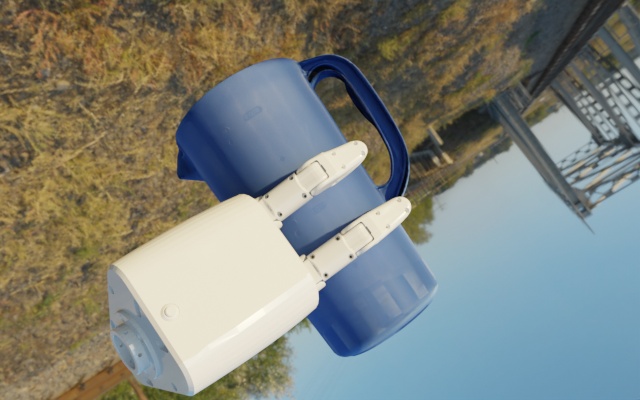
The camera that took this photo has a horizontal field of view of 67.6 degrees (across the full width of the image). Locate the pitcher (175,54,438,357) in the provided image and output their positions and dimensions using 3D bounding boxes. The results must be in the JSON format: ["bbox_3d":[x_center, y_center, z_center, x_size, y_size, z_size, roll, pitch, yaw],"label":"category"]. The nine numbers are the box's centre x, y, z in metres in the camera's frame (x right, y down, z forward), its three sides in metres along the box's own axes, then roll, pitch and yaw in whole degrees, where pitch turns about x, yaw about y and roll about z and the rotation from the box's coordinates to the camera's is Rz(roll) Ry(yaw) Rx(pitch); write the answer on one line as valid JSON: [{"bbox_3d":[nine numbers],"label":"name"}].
[{"bbox_3d":[0.000,0.001,0.421,0.145,0.243,0.149,-30,-9,-40],"label":"pitcher"}]
